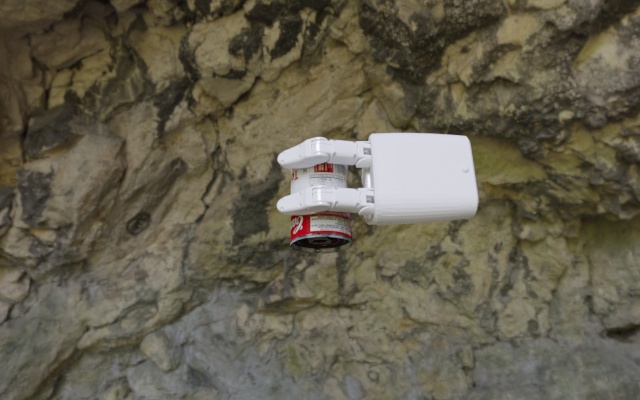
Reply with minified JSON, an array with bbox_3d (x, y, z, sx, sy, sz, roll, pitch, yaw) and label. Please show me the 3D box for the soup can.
[{"bbox_3d":[0.000,0.002,0.537,0.068,0.102,0.068,-1,-21,0],"label":"soup can"}]
